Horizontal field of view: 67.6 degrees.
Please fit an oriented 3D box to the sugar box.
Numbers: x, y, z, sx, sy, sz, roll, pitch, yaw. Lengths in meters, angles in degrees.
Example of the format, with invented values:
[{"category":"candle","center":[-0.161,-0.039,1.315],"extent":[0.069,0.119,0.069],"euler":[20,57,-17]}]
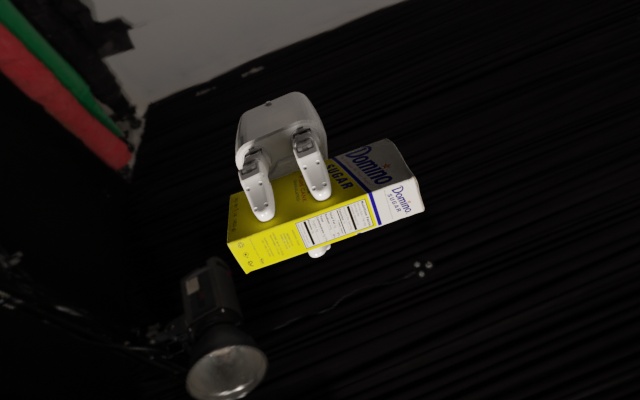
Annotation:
[{"category":"sugar box","center":[0.000,0.001,0.462],"extent":[0.176,0.048,0.093],"euler":[-22,31,4]}]
